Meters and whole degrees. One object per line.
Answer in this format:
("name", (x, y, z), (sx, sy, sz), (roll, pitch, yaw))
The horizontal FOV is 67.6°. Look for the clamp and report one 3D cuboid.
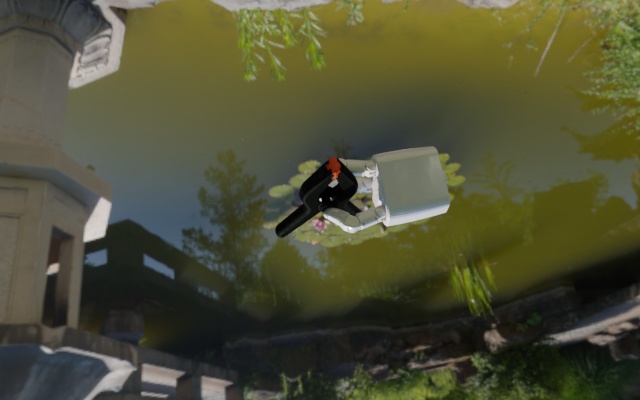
("clamp", (0.001, 0.003, 0.781), (0.164, 0.036, 0.210), (-13, -28, -6))
